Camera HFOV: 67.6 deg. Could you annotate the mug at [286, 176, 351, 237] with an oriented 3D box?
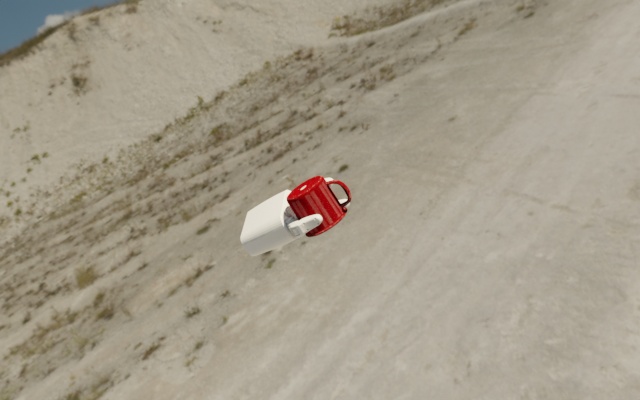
[{"bbox_3d":[0.001,0.002,0.882,0.117,0.081,0.093,-27,16,21],"label":"mug"}]
